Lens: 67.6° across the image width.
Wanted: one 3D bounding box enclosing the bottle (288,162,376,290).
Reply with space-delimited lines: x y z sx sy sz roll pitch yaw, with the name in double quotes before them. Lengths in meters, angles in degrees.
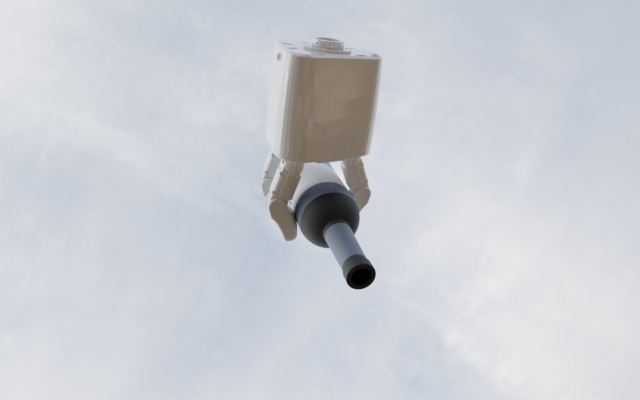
"bottle" 0.000 0.002 0.539 0.069 0.069 0.295 0 26 -16
